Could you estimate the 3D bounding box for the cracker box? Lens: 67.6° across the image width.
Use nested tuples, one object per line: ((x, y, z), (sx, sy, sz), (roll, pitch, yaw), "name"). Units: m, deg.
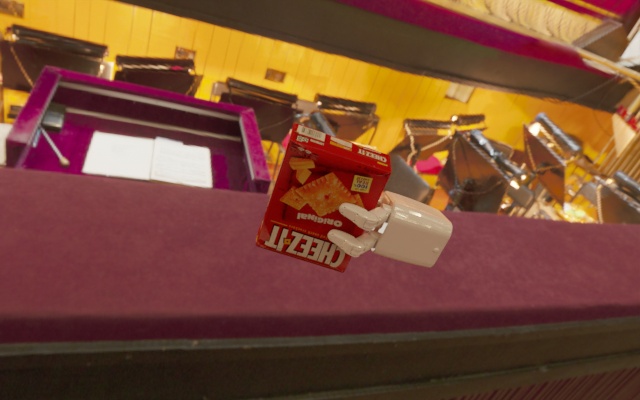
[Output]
((0.000, 0.002, 0.783), (0.164, 0.214, 0.072), (18, 31, -6), "cracker box")
